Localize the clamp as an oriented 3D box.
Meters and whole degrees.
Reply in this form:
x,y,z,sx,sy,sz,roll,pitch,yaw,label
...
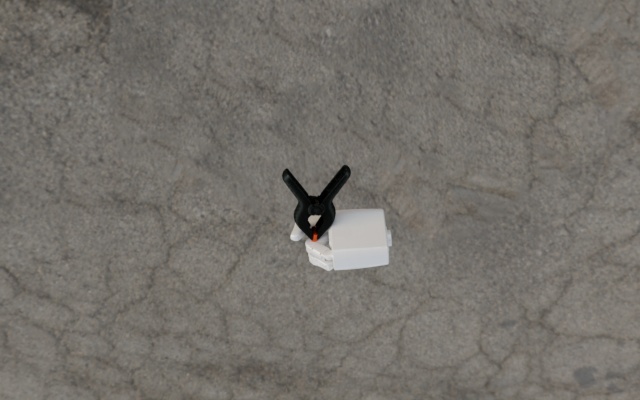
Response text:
x,y,z,sx,sy,sz,roll,pitch,yaw,label
0.000,0.003,0.876,0.120,0.172,0.039,-7,43,1,clamp
